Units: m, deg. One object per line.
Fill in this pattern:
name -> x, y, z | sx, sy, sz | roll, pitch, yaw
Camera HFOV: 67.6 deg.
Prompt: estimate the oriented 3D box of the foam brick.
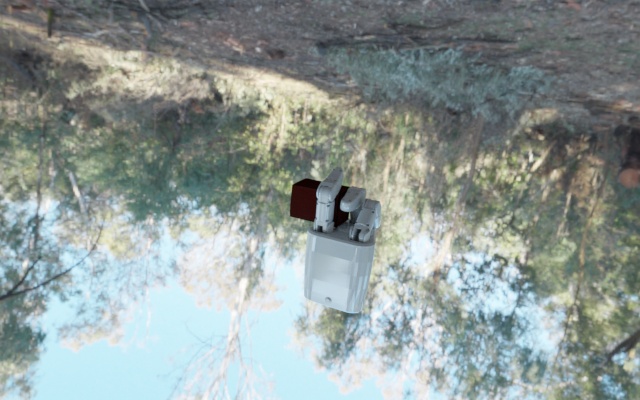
foam brick -> 0.000, 0.002, 0.709 | 0.078, 0.051, 0.053 | 13, 18, 22
